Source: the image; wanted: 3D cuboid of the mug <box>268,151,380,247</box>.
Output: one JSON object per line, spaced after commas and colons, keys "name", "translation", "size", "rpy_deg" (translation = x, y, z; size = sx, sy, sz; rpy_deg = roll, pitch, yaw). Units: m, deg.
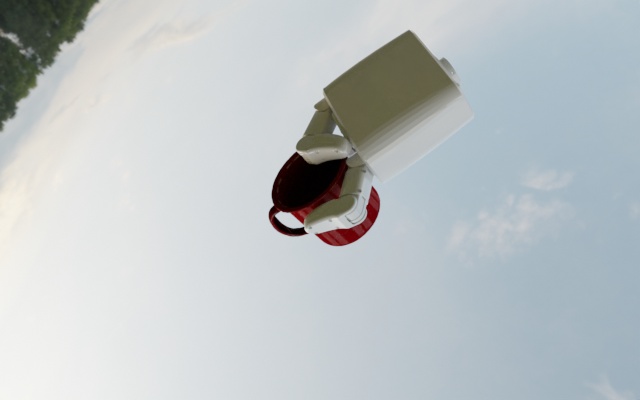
{"name": "mug", "translation": [-0.001, 0.003, 0.503], "size": [0.117, 0.093, 0.081], "rpy_deg": [-34, -52, 15]}
